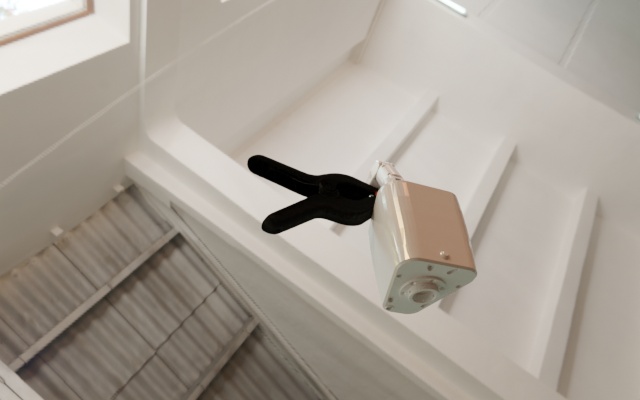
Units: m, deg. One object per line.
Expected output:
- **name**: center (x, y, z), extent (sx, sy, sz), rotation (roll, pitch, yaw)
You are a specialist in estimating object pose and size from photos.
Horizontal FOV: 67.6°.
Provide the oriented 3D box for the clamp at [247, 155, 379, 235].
- **clamp**: center (0.000, 0.002, 0.548), extent (0.171, 0.120, 0.039), rotation (9, -46, -15)
